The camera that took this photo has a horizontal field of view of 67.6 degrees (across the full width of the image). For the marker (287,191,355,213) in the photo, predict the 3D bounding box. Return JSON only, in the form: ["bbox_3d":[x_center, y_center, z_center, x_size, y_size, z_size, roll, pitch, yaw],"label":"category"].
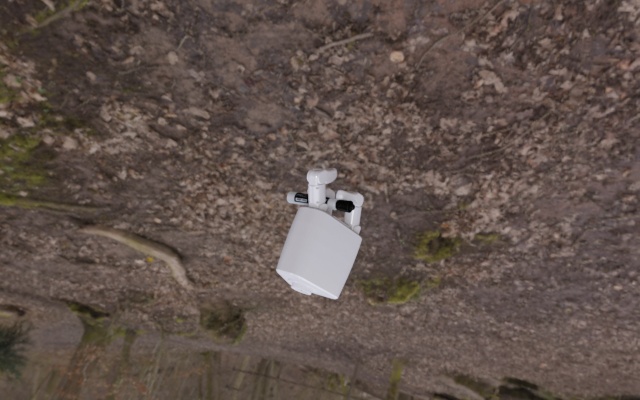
[{"bbox_3d":[0.000,0.002,0.739,0.121,0.020,0.020,9,5,34],"label":"marker"}]
